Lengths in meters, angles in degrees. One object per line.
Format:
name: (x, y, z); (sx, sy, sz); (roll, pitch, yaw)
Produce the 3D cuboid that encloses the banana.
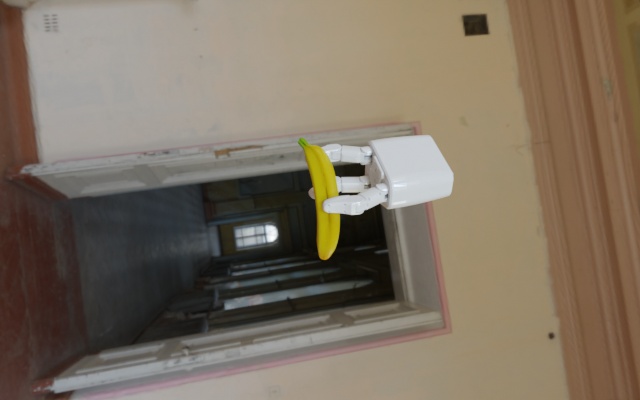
banana: (0.005, 0.001, 0.730); (0.037, 0.198, 0.069); (-11, 10, -16)
